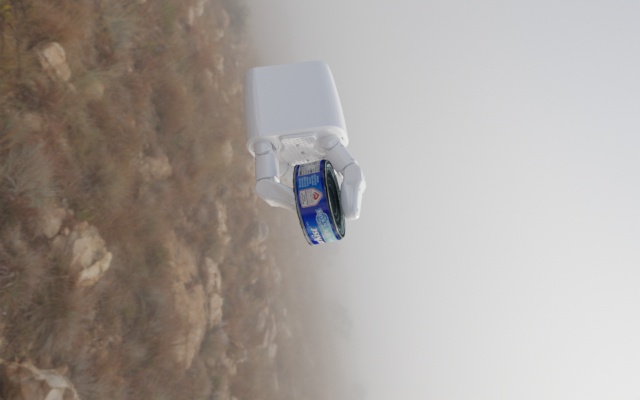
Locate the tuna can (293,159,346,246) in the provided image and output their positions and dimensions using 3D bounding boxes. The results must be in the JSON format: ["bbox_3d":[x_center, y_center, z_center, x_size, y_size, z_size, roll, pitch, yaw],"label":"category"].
[{"bbox_3d":[0.001,0.002,0.489,0.034,0.086,0.086,-11,-2,11],"label":"tuna can"}]
